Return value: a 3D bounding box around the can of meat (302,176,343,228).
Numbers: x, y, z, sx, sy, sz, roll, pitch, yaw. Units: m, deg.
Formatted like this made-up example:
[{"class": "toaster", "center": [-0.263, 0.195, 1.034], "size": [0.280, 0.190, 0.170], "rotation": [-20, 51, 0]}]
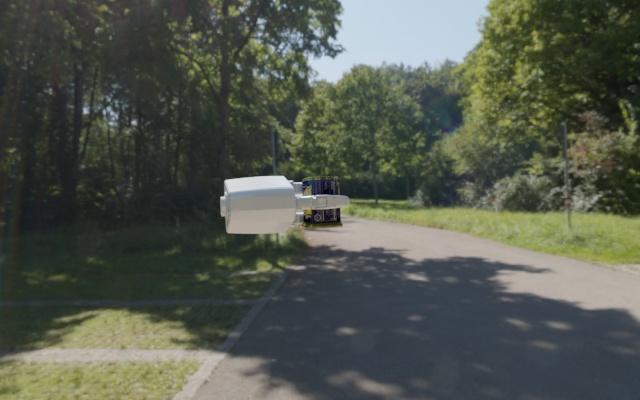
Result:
[{"class": "can of meat", "center": [0.000, 0.002, 0.818], "size": [0.057, 0.084, 0.102], "rotation": [-3, 0, -13]}]
